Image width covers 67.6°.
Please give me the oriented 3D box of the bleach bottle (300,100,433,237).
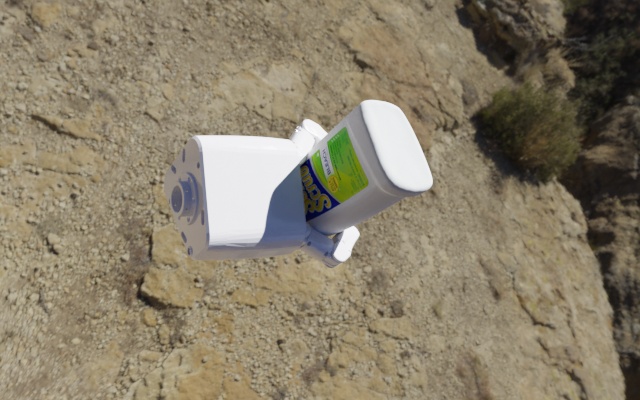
[{"bbox_3d":[0.000,0.002,0.522,0.068,0.102,0.251,-1,-26,-40],"label":"bleach bottle"}]
